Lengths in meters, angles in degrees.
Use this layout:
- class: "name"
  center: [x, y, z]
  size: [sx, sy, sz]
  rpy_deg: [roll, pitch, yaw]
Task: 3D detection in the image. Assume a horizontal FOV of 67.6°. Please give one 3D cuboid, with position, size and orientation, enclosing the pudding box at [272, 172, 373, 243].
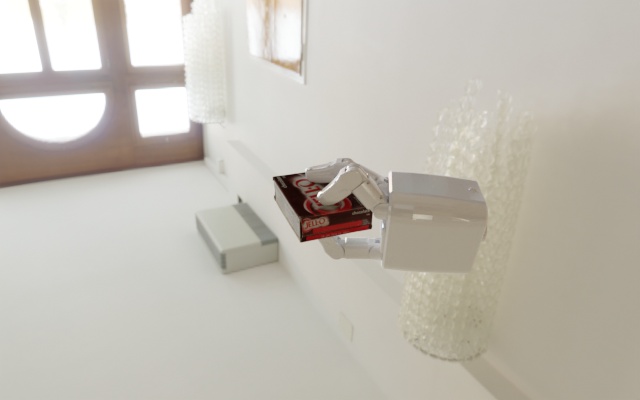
- class: "pudding box"
  center: [0.000, 0.002, 0.575]
  size: [0.090, 0.039, 0.113]
  rpy_deg: [-9, 27, -19]
